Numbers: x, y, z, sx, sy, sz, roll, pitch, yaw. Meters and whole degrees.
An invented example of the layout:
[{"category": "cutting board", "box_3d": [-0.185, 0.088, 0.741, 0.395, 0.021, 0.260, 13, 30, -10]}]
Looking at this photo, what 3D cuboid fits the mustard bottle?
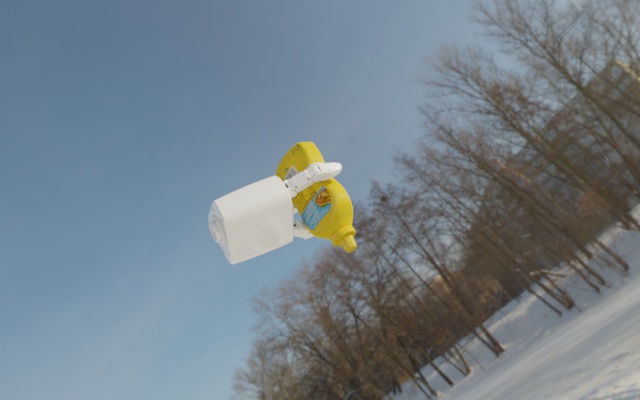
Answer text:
[{"category": "mustard bottle", "box_3d": [0.000, 0.002, 0.774, 0.058, 0.191, 0.096, -7, -35, -44]}]
